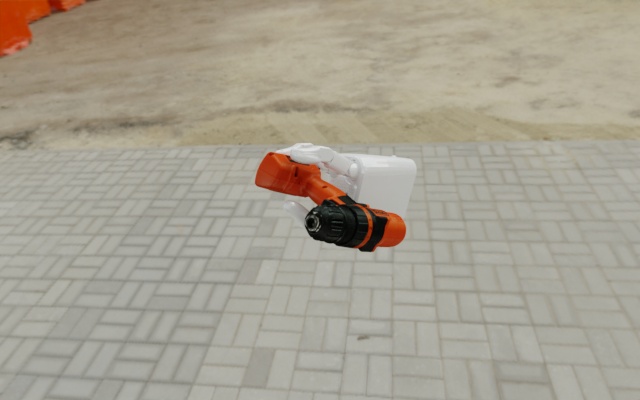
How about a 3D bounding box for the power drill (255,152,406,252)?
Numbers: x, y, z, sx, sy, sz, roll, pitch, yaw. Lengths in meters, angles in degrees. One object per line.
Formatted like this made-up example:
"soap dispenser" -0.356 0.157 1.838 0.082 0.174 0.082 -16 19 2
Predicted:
"power drill" 0.000 0.002 0.616 0.187 0.057 0.184 36 14 35
